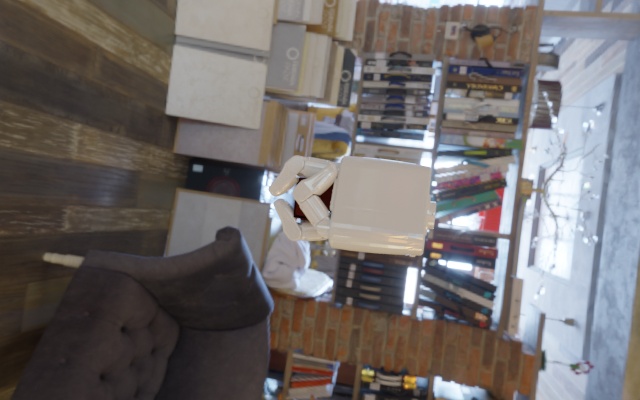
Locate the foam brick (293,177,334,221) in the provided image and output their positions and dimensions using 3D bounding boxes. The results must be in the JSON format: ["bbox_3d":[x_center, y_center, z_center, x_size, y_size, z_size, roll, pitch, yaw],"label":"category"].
[{"bbox_3d":[0.000,0.002,0.624,0.051,0.053,0.078,5,-4,11],"label":"foam brick"}]
